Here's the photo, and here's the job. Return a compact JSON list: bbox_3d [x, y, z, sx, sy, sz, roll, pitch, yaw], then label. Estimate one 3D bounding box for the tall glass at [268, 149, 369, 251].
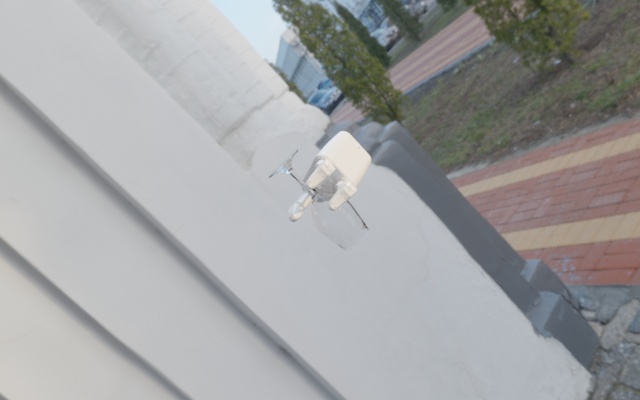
[{"bbox_3d":[0.000,0.003,0.883,0.079,0.201,0.079,-42,10,9],"label":"tall glass"}]
